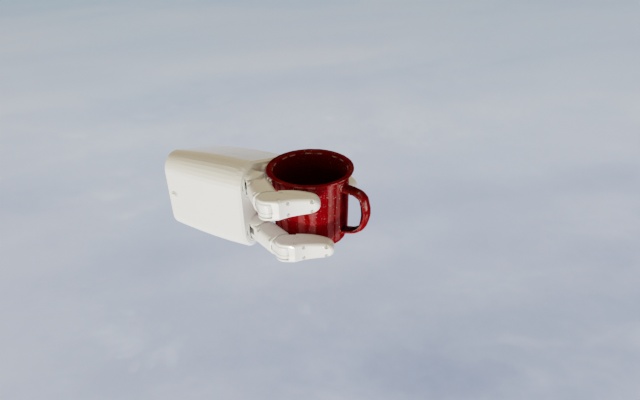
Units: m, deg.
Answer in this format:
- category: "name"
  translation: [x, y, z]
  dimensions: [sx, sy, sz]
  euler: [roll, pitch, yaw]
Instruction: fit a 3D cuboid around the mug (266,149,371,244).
- category: "mug"
  translation: [0.001, 0.002, 0.516]
  dimensions: [0.117, 0.081, 0.093]
  euler: [14, 33, 25]
